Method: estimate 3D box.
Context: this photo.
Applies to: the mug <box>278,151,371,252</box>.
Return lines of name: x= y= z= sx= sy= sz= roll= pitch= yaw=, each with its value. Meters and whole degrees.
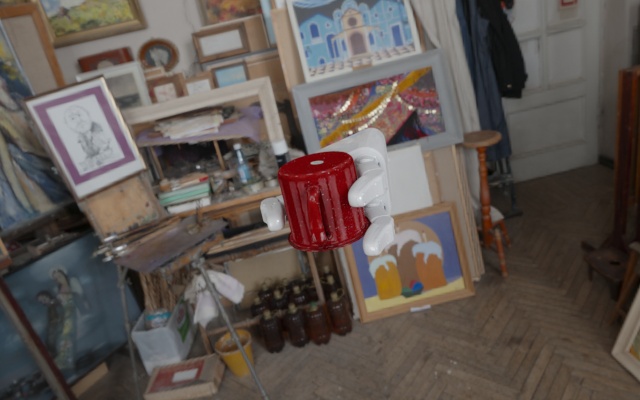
mug: x=0.000 y=0.002 z=0.497 sx=0.093 sy=0.081 sz=0.117 roll=-8 pitch=21 yaw=12
